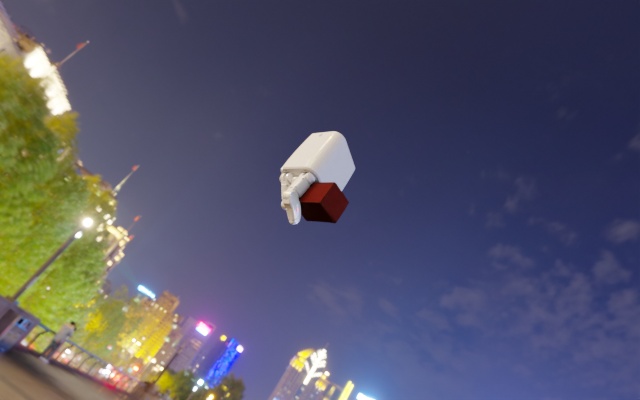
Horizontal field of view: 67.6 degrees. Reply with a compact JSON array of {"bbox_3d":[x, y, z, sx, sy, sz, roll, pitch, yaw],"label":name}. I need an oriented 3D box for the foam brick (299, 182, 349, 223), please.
[{"bbox_3d":[0.000,0.003,0.842,0.078,0.051,0.053,3,-43,47],"label":"foam brick"}]
